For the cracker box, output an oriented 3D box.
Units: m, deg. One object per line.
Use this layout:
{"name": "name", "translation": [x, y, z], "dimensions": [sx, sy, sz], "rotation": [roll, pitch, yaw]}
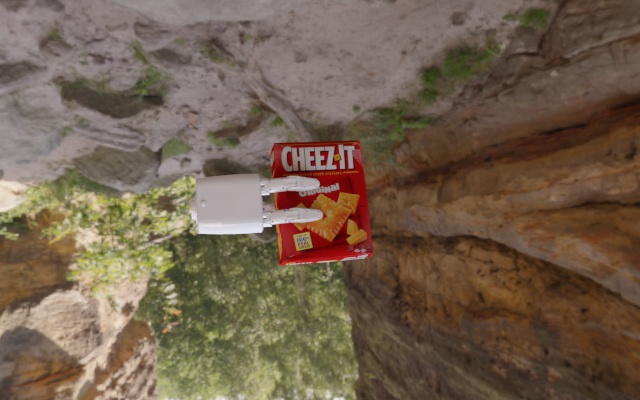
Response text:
{"name": "cracker box", "translation": [0.000, 0.003, 0.860], "dimensions": [0.164, 0.213, 0.072], "rotation": [-3, -11, -12]}
